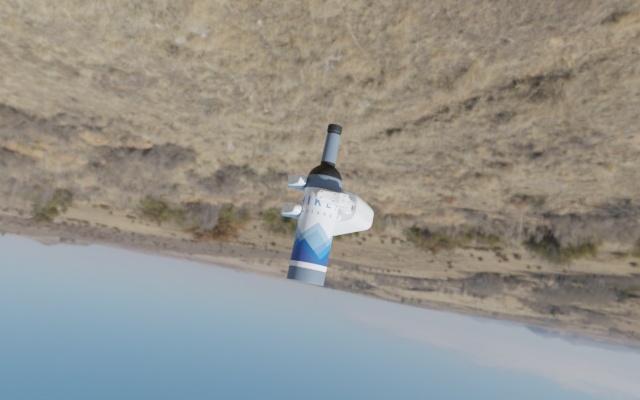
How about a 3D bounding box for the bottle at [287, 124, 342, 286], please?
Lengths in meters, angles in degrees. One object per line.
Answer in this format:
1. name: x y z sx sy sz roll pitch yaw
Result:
1. bottle: 0.000 0.003 0.871 0.069 0.295 0.069 11 -10 2
